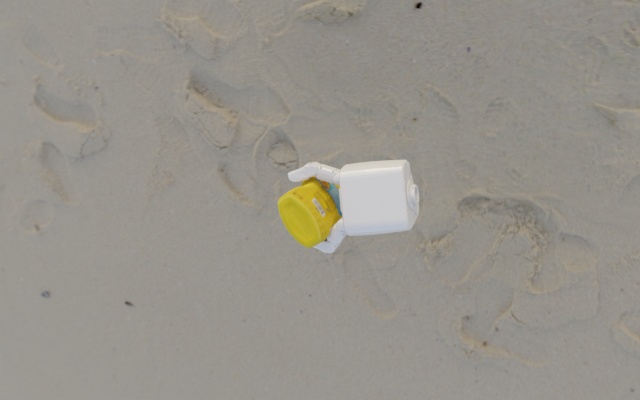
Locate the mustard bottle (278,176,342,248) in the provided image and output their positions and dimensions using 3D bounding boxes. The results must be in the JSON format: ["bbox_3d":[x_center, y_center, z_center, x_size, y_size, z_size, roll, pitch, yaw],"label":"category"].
[{"bbox_3d":[0.000,0.003,0.833,0.058,0.096,0.191,-32,5,29],"label":"mustard bottle"}]
